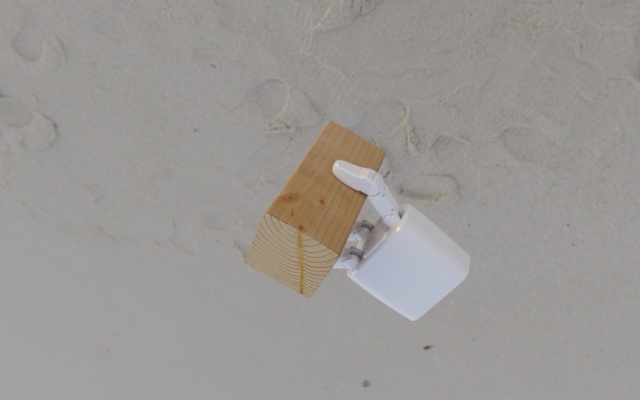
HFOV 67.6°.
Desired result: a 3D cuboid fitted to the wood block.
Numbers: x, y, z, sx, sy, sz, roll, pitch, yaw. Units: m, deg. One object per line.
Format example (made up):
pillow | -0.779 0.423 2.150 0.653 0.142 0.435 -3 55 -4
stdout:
wood block | 0.001 0.002 0.586 0.090 0.091 0.206 30 42 0
